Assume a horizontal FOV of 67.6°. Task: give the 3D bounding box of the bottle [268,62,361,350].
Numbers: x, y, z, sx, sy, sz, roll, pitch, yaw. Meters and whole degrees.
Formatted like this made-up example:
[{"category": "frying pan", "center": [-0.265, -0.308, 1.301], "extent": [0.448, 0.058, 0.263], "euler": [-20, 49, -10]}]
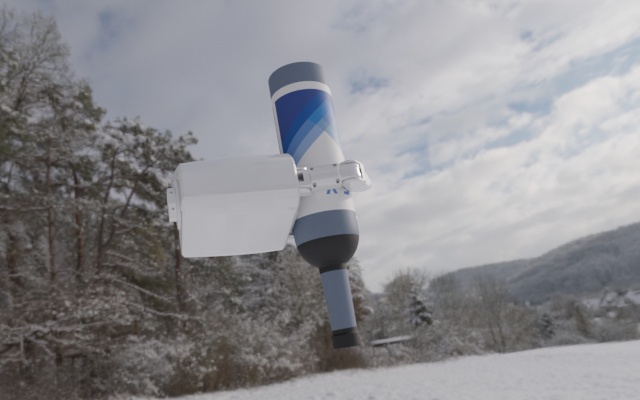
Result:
[{"category": "bottle", "center": [0.000, 0.001, 0.497], "extent": [0.069, 0.295, 0.069], "euler": [-10, -16, -3]}]
